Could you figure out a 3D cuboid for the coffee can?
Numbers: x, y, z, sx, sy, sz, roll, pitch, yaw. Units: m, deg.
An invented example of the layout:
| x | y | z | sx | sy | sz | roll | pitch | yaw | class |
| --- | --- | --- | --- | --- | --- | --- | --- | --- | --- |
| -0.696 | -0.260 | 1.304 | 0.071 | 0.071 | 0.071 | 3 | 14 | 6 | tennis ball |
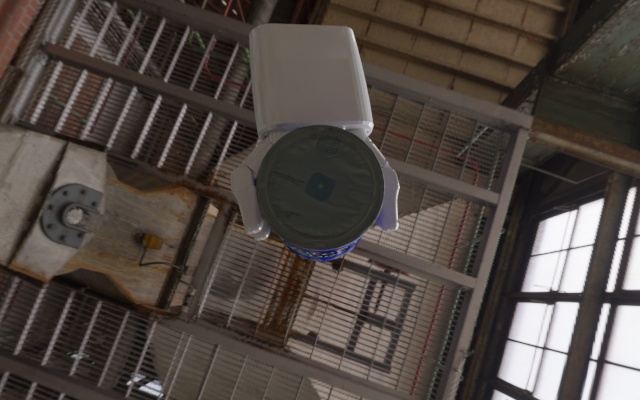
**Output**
| x | y | z | sx | sy | sz | roll | pitch | yaw | class |
| --- | --- | --- | --- | --- | --- | --- | --- | --- | --- |
| 0.000 | 0.002 | 0.446 | 0.103 | 0.102 | 0.140 | 0 | -11 | 0 | coffee can |
